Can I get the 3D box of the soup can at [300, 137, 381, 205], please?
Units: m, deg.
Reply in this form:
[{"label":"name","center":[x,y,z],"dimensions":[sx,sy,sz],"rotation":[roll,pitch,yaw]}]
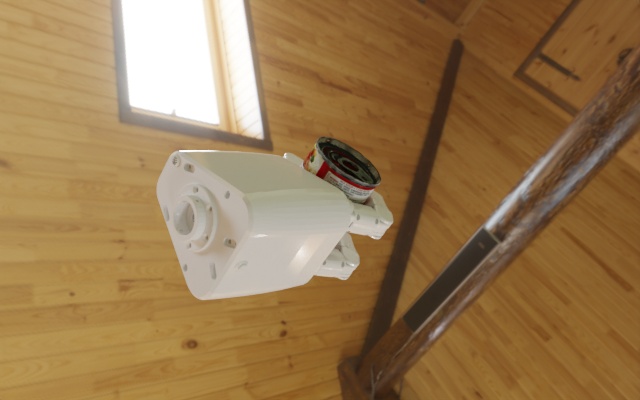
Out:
[{"label":"soup can","center":[0.000,0.002,0.447],"dimensions":[0.068,0.102,0.068],"rotation":[28,26,-15]}]
